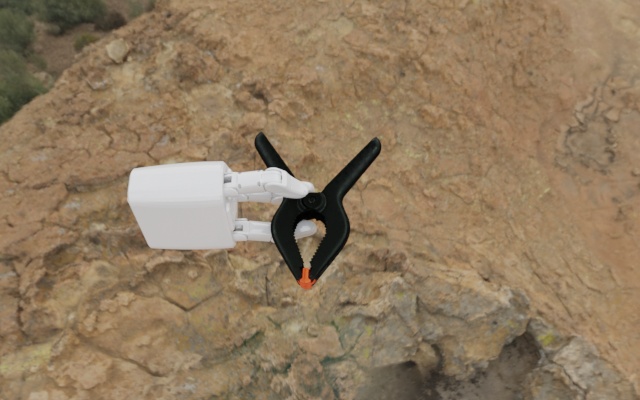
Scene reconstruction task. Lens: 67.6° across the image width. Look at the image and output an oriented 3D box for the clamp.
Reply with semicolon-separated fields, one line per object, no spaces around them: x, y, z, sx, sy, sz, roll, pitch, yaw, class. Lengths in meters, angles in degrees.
0.000;0.002;0.584;0.164;0.210;0.036;-4;-26;1;clamp
